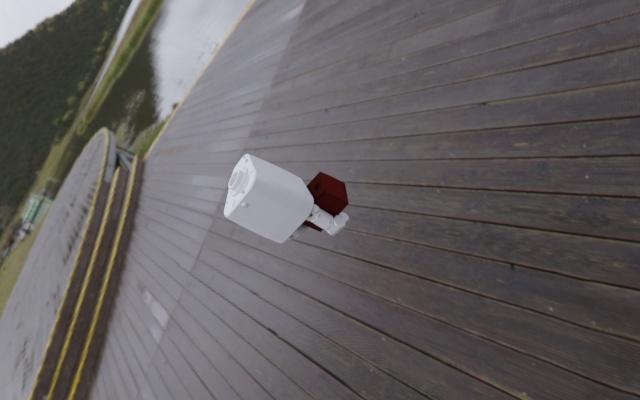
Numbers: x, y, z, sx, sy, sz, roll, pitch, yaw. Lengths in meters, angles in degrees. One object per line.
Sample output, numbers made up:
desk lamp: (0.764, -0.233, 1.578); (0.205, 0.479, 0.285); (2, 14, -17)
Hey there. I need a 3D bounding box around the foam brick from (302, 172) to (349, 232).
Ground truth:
foam brick: (0.000, 0.002, 0.778); (0.051, 0.053, 0.078); (27, -58, -28)
